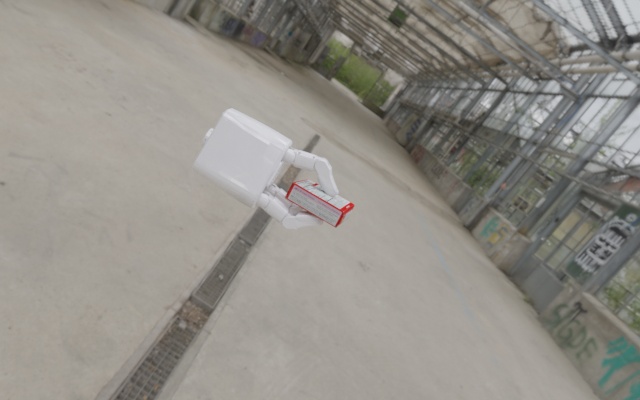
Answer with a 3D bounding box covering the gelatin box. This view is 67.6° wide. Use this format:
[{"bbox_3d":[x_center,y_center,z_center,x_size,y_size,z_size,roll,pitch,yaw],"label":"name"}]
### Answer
[{"bbox_3d":[0.001,0.002,0.712,0.089,0.030,0.073,29,14,10],"label":"gelatin box"}]
